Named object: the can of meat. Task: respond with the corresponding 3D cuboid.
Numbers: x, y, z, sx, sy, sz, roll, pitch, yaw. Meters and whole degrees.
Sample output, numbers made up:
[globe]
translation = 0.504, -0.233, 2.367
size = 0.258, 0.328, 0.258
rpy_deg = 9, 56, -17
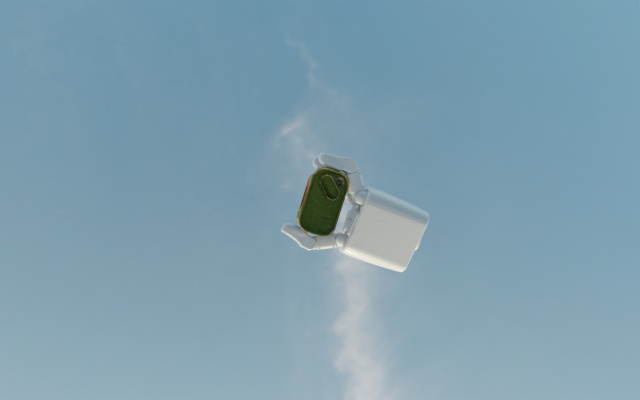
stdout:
[can of meat]
translation = 0.000, 0.003, 0.752
size = 0.057, 0.102, 0.084
rpy_deg = 18, -2, -7
